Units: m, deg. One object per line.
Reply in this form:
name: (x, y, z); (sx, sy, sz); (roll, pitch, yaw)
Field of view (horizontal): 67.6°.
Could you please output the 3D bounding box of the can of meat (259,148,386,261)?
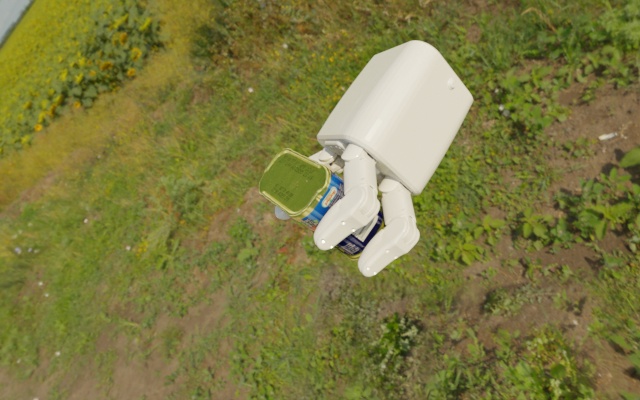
can of meat: (0.000, 0.001, 0.441); (0.084, 0.057, 0.102); (36, -3, -36)
